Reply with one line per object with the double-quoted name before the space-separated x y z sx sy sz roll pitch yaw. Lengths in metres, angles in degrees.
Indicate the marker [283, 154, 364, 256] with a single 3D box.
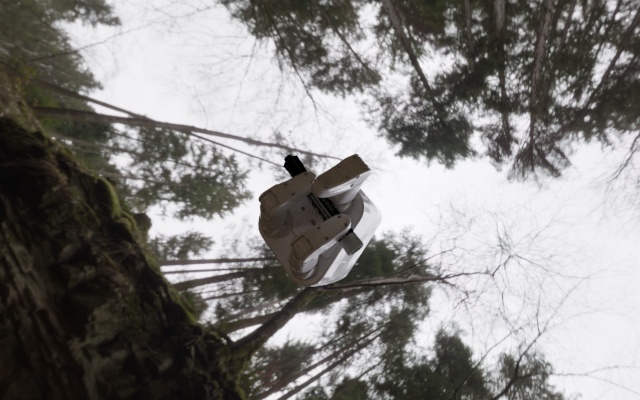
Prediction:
"marker" 0.000 0.002 0.473 0.020 0.121 0.020 -33 -19 -12
